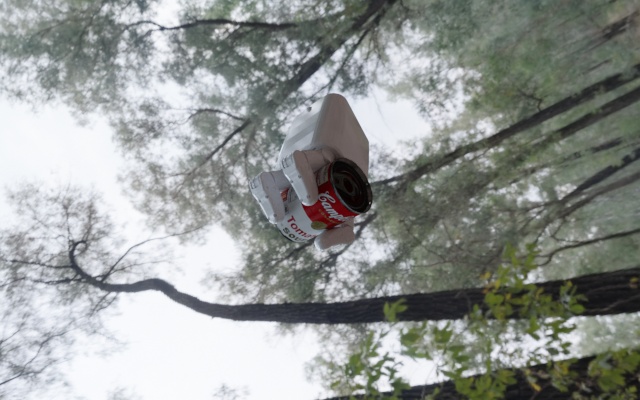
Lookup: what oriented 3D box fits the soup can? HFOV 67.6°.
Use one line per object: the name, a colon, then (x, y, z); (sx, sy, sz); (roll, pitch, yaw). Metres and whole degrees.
soup can: (0.000, 0.002, 0.556); (0.102, 0.068, 0.068); (-28, -18, 36)
